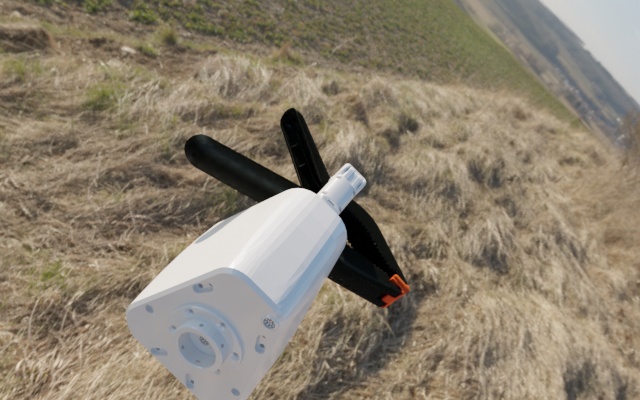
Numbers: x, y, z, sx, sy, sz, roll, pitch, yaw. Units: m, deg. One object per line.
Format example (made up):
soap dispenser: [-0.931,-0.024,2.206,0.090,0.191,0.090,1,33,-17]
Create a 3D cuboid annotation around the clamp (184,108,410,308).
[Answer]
clamp: [0.001,0.001,0.421,0.036,0.210,0.164,-43,3,32]
